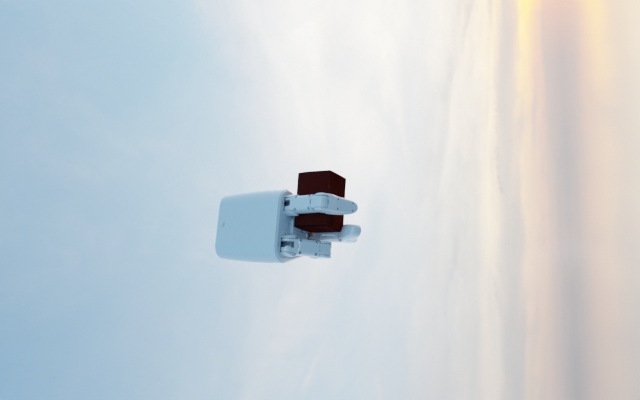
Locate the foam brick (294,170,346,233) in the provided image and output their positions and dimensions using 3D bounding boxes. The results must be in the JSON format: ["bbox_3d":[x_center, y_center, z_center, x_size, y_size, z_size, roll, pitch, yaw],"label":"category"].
[{"bbox_3d":[0.000,0.002,0.655,0.051,0.078,0.053,-3,-14,28],"label":"foam brick"}]
